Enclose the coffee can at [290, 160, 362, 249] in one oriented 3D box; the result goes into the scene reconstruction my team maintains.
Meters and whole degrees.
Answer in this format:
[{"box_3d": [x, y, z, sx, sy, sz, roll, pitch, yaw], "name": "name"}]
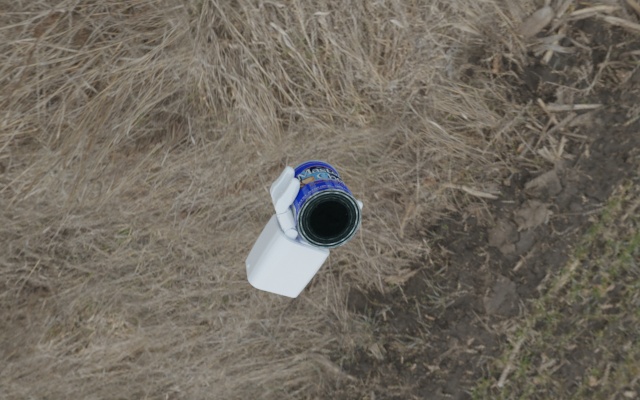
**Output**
[{"box_3d": [0.000, 0.002, 0.795, 0.103, 0.103, 0.140, 0, 23, -13], "name": "coffee can"}]
